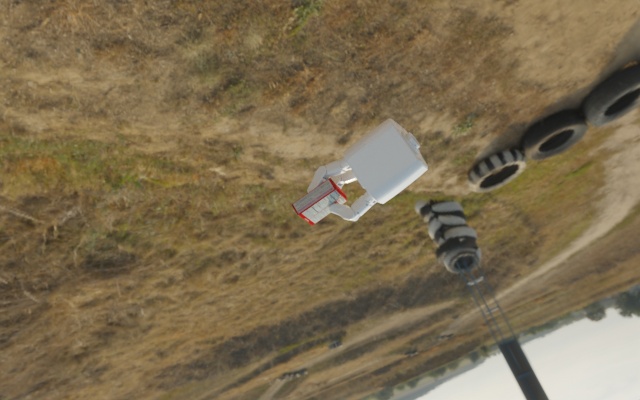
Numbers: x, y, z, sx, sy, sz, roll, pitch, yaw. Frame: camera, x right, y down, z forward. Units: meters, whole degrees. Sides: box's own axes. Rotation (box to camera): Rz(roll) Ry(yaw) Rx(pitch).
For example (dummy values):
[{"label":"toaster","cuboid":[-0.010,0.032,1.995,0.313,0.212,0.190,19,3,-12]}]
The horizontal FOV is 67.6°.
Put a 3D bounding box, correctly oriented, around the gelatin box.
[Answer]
[{"label":"gelatin box","cuboid":[0.000,0.003,0.897,0.089,0.030,0.073,-36,-26,7]}]
